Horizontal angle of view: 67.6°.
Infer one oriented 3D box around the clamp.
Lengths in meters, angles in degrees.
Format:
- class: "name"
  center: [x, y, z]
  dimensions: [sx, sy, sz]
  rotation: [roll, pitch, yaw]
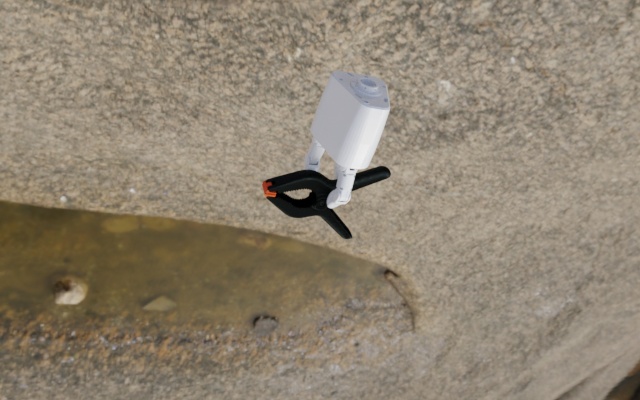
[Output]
- class: "clamp"
  center: [0.000, 0.003, 0.810]
  dimensions: [0.210, 0.165, 0.036]
  rotation: [3, 39, -22]
